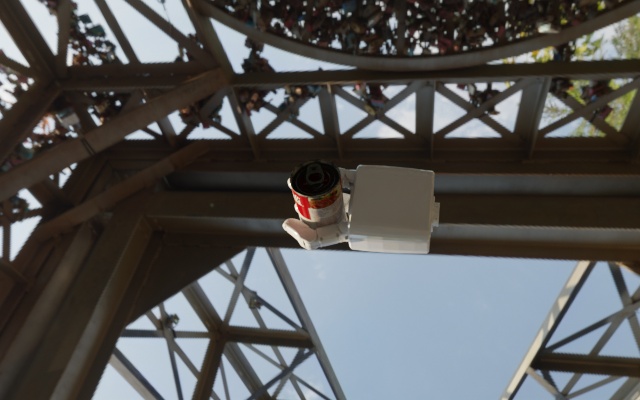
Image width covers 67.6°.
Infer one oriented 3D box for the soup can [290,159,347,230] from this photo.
[{"bbox_3d":[0.000,0.002,0.661,0.068,0.068,0.102,0,-41,11],"label":"soup can"}]
